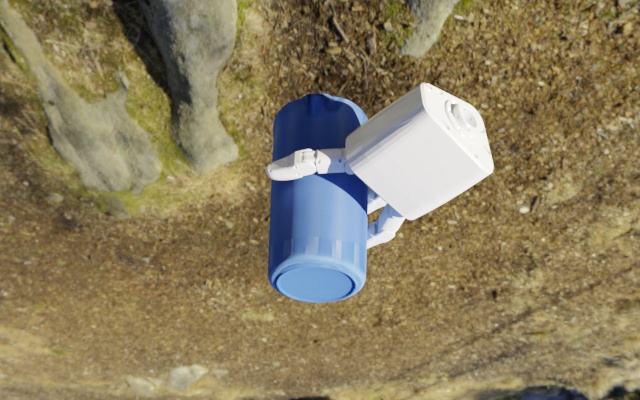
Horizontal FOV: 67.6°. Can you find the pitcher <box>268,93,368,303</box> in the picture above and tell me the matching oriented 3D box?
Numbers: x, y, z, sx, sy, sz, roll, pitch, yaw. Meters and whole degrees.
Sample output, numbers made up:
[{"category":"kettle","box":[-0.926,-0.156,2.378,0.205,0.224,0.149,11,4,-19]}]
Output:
[{"category":"pitcher","box":[0.000,0.002,0.599,0.149,0.242,0.145,29,-44,-32]}]
